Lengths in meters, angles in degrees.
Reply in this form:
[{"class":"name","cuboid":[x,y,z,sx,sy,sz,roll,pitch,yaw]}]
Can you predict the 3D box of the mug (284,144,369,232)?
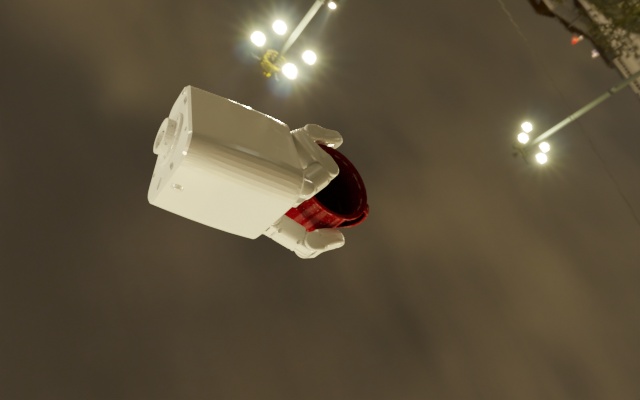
[{"class":"mug","cuboid":[0.001,0.002,0.536,0.117,0.093,0.081,21,-42,-31]}]
